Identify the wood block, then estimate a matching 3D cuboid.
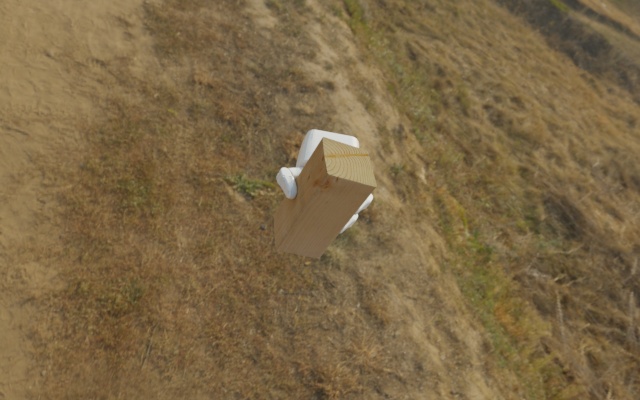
[{"bbox_3d":[0.000,0.002,0.829,0.091,0.090,0.206,14,-46,-23],"label":"wood block"}]
